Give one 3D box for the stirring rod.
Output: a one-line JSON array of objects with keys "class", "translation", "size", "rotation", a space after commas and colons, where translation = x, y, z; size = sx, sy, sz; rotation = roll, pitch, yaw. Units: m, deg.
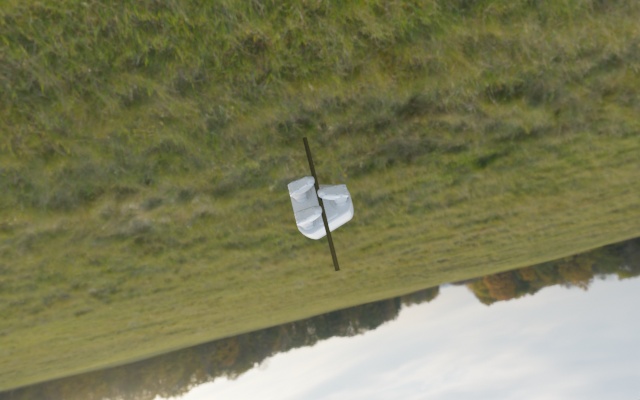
[{"class": "stirring rod", "translation": [0.000, 0.003, 0.819], "size": [0.011, 0.239, 0.011], "rotation": [-13, -13, -3]}]
